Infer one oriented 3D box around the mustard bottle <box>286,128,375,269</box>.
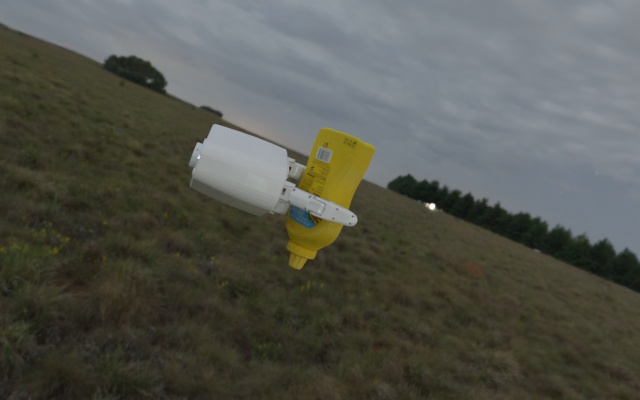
[{"bbox_3d":[0.000,0.002,0.643,0.058,0.191,0.096,19,5,-39],"label":"mustard bottle"}]
